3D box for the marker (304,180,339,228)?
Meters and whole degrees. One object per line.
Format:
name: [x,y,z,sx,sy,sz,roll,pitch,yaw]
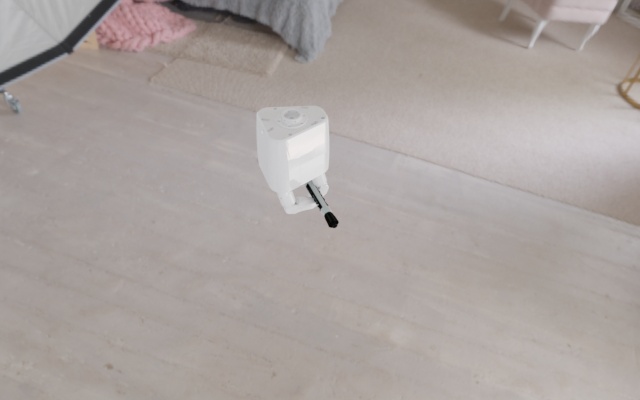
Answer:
marker: [0.000,0.003,0.824,0.020,0.020,0.121,0,42,-32]
